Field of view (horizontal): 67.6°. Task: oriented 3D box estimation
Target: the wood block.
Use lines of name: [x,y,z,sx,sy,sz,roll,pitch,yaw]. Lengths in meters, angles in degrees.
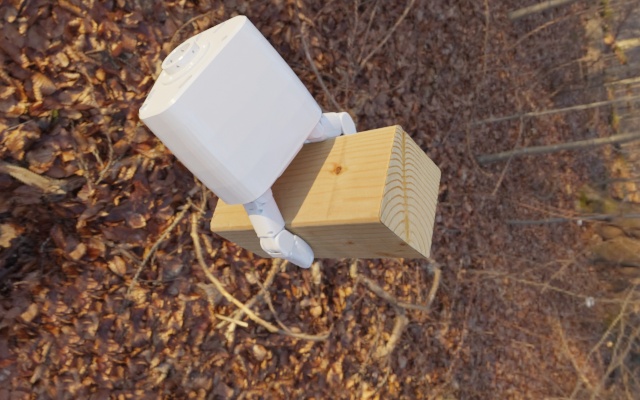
wood block: [0.000,0.002,0.473,0.206,0.090,0.090,-5,-29,39]
